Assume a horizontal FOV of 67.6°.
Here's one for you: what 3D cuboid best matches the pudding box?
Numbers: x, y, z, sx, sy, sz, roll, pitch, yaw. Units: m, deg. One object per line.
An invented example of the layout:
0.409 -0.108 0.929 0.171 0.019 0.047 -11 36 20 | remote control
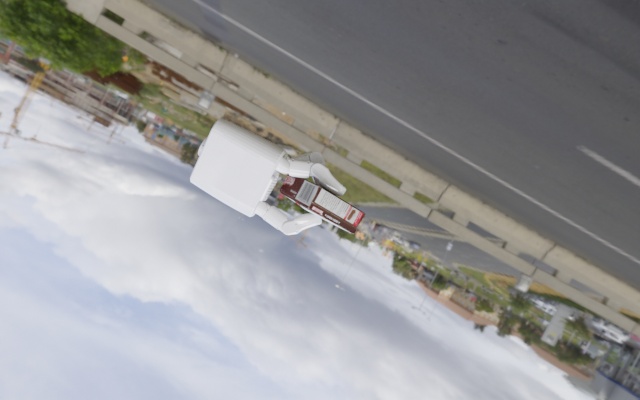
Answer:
0.000 0.002 0.706 0.090 0.039 0.113 29 1 -29 | pudding box
